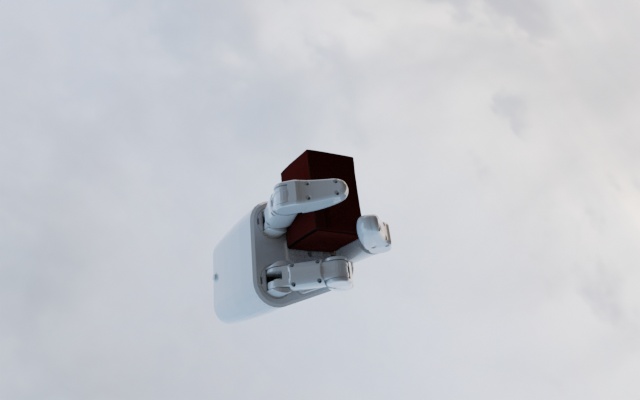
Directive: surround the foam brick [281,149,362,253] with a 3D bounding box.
[{"bbox_3d":[0.000,0.001,0.433,0.053,0.078,0.051,9,-27,-31],"label":"foam brick"}]
